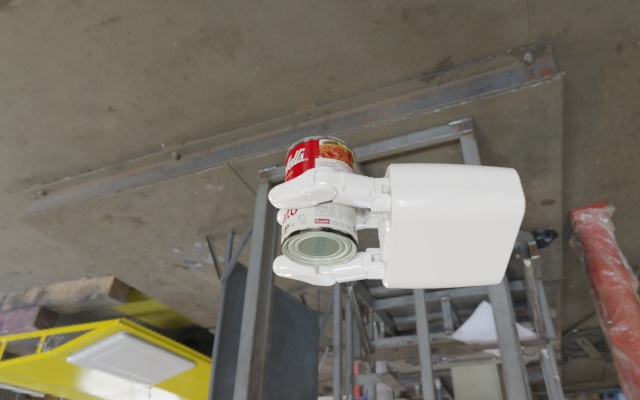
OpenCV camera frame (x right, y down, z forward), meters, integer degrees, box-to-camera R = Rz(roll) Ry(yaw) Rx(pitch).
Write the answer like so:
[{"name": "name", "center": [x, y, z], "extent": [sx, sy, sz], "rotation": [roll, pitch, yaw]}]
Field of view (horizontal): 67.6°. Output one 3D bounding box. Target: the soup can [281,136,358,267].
[{"name": "soup can", "center": [0.000, 0.002, 0.436], "extent": [0.068, 0.102, 0.069], "rotation": [1, -34, 0]}]
